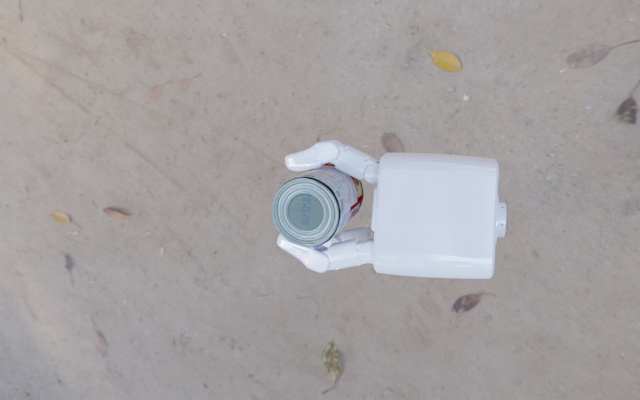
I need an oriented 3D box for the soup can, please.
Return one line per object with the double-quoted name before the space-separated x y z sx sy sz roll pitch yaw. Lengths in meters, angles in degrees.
"soup can" 0.000 0.001 0.479 0.068 0.068 0.102 0 12 17
